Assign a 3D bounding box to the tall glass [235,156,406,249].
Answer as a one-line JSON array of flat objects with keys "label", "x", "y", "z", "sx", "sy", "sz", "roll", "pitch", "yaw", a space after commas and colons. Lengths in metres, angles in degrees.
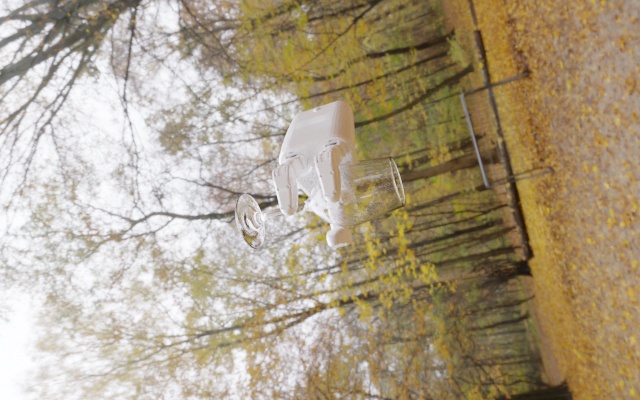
[{"label": "tall glass", "x": -0.001, "y": 0.002, "z": 0.593, "sx": 0.201, "sy": 0.079, "sz": 0.079, "roll": -15, "pitch": -5, "yaw": 17}]
